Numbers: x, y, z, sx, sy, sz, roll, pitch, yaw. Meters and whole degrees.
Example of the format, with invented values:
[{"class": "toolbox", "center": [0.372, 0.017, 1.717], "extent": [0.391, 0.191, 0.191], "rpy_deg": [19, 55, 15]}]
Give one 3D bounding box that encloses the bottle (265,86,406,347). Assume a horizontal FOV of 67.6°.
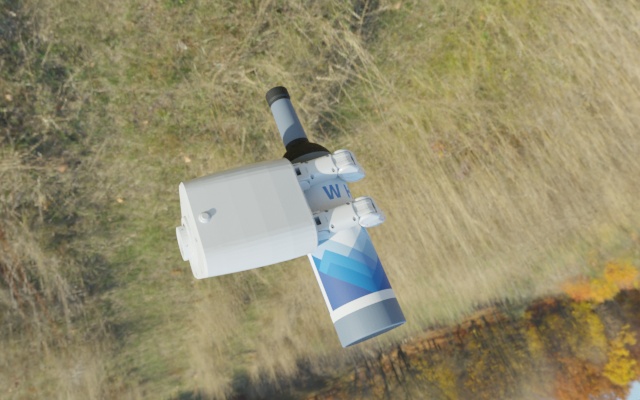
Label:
[{"class": "bottle", "center": [0.000, 0.002, 0.510], "extent": [0.069, 0.295, 0.069], "rpy_deg": [-19, -20, -8]}]
